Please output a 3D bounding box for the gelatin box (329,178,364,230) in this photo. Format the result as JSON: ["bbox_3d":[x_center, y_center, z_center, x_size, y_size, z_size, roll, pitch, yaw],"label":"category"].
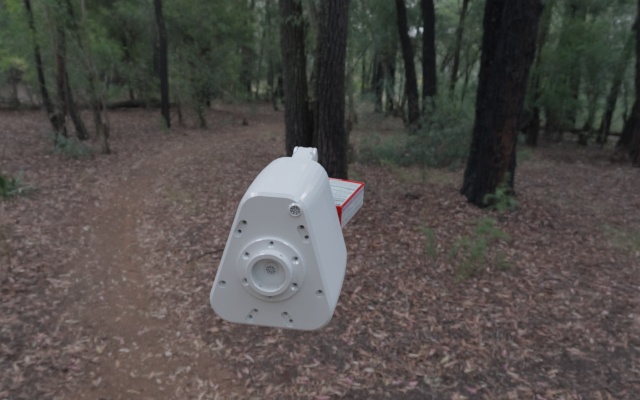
[{"bbox_3d":[0.000,0.001,0.508,0.073,0.030,0.089,8,22,18],"label":"gelatin box"}]
